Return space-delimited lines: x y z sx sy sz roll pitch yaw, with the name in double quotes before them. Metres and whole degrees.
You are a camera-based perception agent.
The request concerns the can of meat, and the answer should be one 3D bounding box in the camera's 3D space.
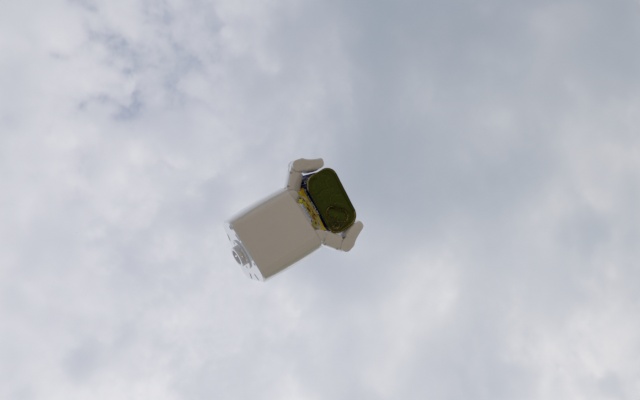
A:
"can of meat" 0.000 0.002 0.781 0.057 0.102 0.084 -33 12 -25
